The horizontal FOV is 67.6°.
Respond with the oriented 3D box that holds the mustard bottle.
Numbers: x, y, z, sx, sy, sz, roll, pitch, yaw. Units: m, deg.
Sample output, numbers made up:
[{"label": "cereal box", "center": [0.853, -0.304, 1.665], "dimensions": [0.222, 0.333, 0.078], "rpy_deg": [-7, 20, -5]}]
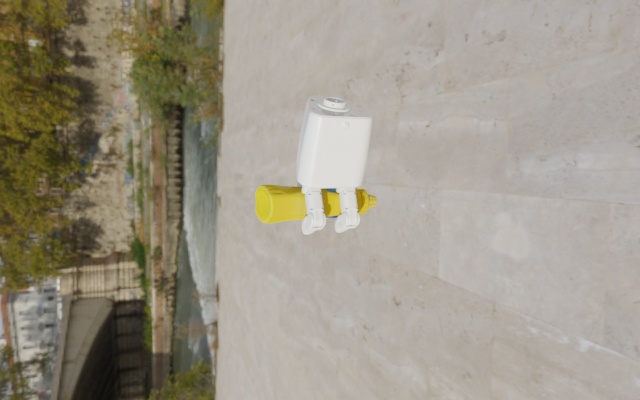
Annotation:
[{"label": "mustard bottle", "center": [0.000, 0.003, 0.748], "dimensions": [0.191, 0.058, 0.096], "rpy_deg": [-2, 3, -22]}]
